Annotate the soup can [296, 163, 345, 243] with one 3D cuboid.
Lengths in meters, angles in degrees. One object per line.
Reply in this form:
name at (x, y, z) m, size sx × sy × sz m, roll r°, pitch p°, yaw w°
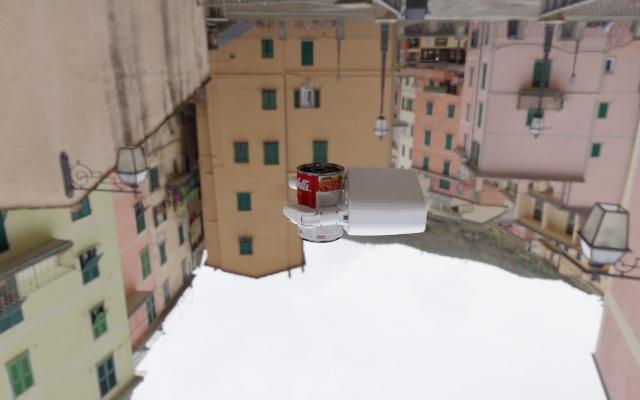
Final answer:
soup can at (0.000, 0.003, 0.685) m, size 0.068 × 0.102 × 0.068 m, roll 0°, pitch 17°, yaw 0°
